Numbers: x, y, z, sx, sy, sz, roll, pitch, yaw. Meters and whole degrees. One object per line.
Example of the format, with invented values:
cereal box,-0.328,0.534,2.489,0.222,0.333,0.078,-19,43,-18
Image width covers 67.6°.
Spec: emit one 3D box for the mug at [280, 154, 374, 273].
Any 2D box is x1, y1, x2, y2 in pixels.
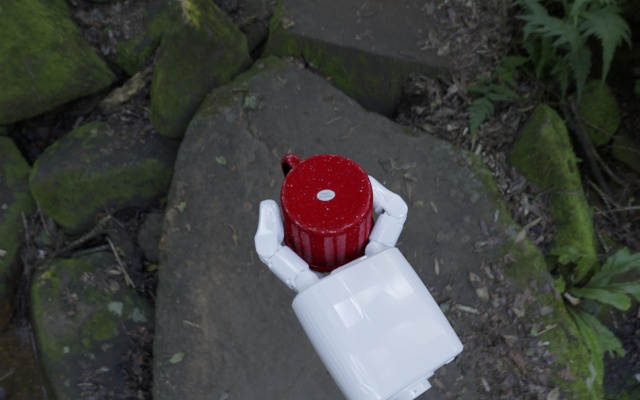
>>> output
mug,-0.001,0.000,0.449,0.093,0.117,0.081,-31,-24,-13
